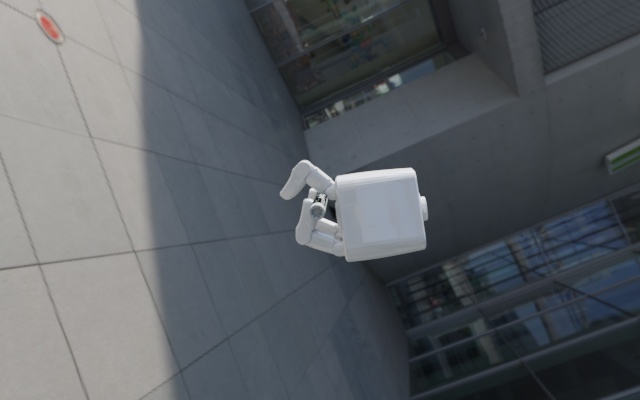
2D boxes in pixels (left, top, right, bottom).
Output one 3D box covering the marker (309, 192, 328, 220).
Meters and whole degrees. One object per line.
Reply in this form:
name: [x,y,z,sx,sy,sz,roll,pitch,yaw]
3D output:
marker: [0.000,0.002,0.616,0.020,0.020,0.121,0,12,4]
